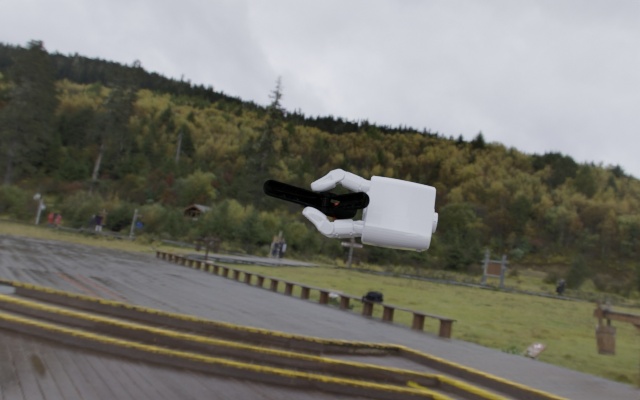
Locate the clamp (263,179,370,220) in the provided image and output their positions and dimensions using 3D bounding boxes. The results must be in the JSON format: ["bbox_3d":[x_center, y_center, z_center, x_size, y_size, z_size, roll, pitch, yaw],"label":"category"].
[{"bbox_3d":[0.001,0.002,0.801,0.164,0.036,0.210,10,-8,7],"label":"clamp"}]
